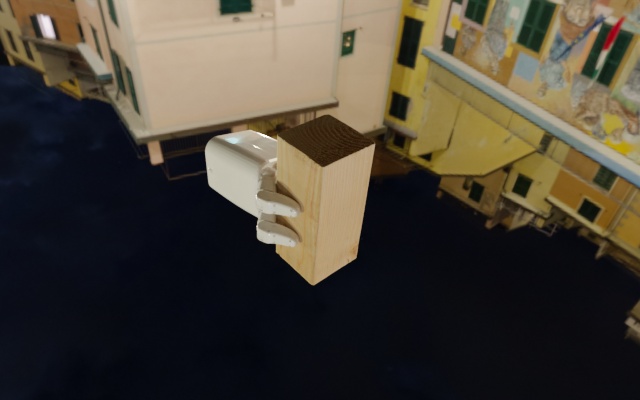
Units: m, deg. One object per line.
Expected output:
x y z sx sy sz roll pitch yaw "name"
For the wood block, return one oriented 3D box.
0.000 0.002 0.652 0.091 0.206 0.090 -28 50 -33 "wood block"
